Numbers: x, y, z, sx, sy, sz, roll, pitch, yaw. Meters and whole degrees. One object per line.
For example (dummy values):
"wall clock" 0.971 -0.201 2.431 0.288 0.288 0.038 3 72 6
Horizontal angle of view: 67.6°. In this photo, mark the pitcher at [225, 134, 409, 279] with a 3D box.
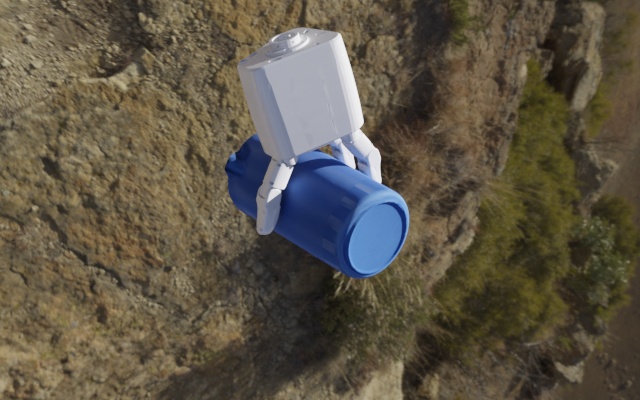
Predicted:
"pitcher" 0.000 0.002 0.618 0.149 0.145 0.242 -32 37 -24
